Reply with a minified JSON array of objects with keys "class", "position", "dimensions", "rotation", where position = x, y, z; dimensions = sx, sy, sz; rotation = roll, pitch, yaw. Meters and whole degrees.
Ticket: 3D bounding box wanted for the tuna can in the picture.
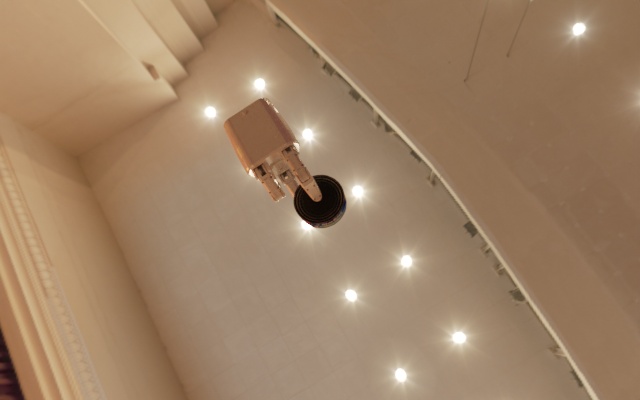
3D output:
[{"class":"tuna can","position":[0.000,0.003,0.797],"dimensions":[0.086,0.086,0.034],"rotation":[0,-20,12]}]
